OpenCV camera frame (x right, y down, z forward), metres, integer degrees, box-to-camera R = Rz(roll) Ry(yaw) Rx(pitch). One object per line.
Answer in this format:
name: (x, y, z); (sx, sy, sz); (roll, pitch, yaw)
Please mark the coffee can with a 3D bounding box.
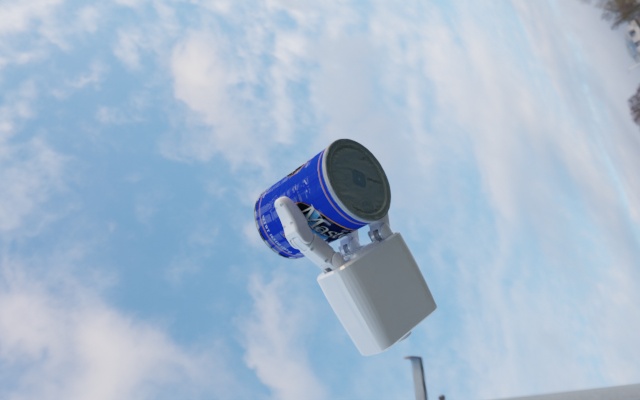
coffee can: (0.000, 0.002, 0.583); (0.103, 0.102, 0.140); (0, -22, -44)
